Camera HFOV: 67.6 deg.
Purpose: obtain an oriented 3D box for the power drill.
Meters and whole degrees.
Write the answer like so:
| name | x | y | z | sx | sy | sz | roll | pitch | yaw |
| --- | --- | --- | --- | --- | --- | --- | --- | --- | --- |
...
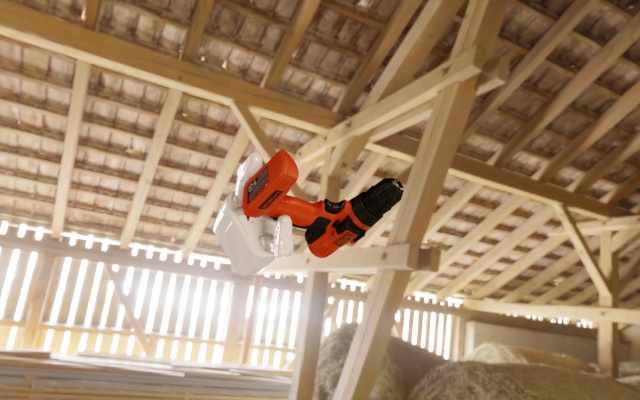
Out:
| name | x | y | z | sx | sy | sz | roll | pitch | yaw |
| --- | --- | --- | --- | --- | --- | --- | --- | --- | --- |
| power drill | 0.000 | 0.002 | 0.676 | 0.188 | 0.057 | 0.184 | 28 | -54 | -32 |
